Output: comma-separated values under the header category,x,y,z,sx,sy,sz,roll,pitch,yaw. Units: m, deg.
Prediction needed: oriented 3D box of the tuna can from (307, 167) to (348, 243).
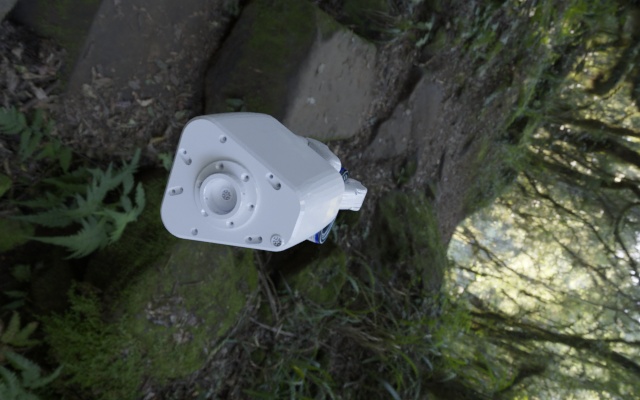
category,x,y,z,sx,sy,sz,roll,pitch,yaw
tuna can,0.001,0.002,0.510,0.034,0.086,0.086,20,3,10
